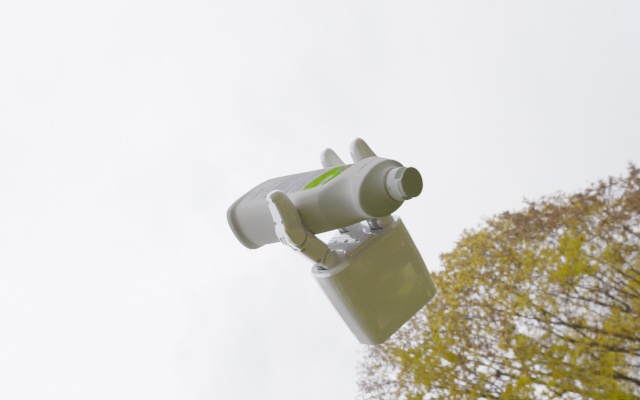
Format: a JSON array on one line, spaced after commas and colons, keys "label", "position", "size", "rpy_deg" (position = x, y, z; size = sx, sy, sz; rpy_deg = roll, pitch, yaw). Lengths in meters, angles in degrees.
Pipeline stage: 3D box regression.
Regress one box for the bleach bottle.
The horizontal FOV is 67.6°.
[{"label": "bleach bottle", "position": [0.000, 0.002, 0.517], "size": [0.102, 0.068, 0.251], "rpy_deg": [-41, 18, -34]}]
